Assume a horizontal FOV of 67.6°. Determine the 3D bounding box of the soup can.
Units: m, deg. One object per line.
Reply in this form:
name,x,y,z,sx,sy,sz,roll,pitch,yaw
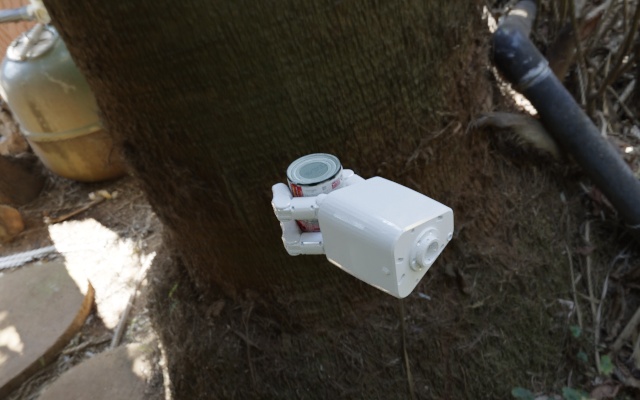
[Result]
soup can,0.000,0.001,0.594,0.068,0.102,0.068,-8,36,6
